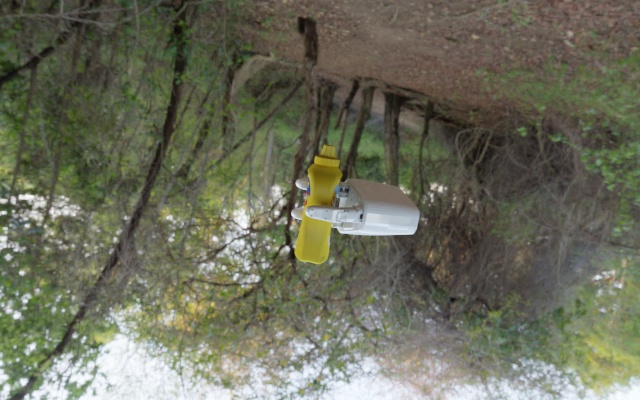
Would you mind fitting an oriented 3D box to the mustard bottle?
[{"bbox_3d":[0.000,0.003,0.798,0.058,0.191,0.096,10,9,2],"label":"mustard bottle"}]
